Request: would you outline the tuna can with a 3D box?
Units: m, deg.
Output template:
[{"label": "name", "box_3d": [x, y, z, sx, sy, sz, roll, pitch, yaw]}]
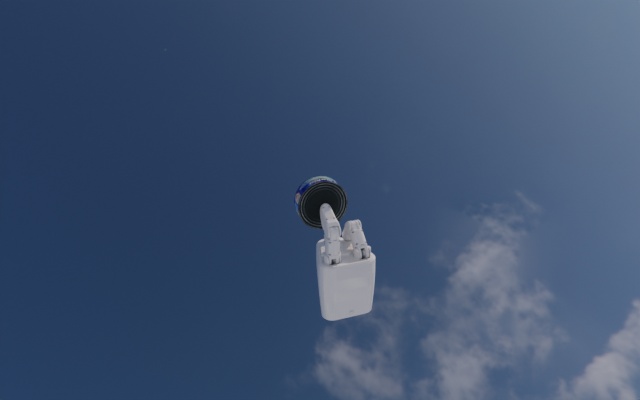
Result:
[{"label": "tuna can", "box_3d": [0.000, 0.002, 0.800, 0.086, 0.086, 0.033, 0, 22, -19]}]
